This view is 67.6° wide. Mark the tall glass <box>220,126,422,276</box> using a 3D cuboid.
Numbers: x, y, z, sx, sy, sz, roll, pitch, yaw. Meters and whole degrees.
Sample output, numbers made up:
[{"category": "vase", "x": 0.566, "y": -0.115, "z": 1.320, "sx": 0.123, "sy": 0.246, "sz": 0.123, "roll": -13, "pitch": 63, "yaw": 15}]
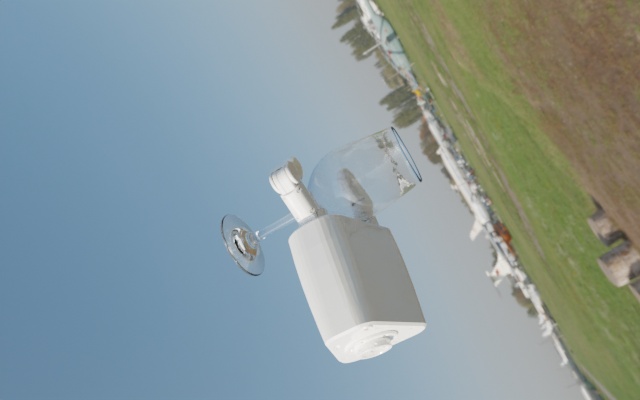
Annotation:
[{"category": "tall glass", "x": -0.001, "y": 0.002, "z": 0.488, "sx": 0.201, "sy": 0.079, "sz": 0.079, "roll": -29, "pitch": -9, "yaw": 15}]
